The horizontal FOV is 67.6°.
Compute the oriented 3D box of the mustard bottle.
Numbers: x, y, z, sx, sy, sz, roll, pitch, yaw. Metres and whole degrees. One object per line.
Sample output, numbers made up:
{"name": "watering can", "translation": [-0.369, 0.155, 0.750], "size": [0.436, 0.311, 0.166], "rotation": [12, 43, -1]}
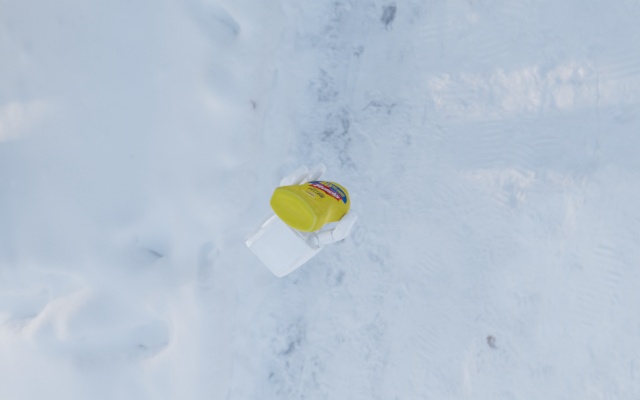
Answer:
{"name": "mustard bottle", "translation": [0.000, 0.003, 0.852], "size": [0.096, 0.058, 0.191], "rotation": [32, 22, 22]}
